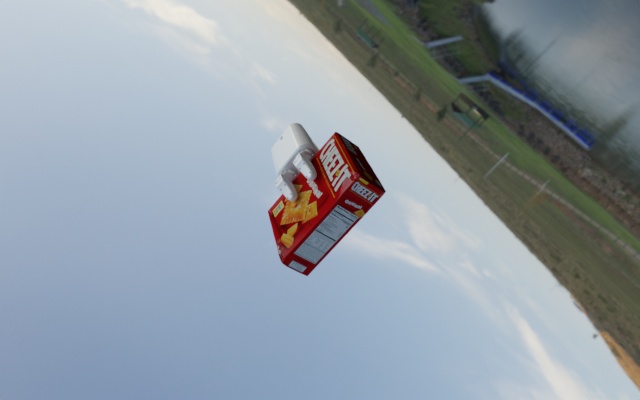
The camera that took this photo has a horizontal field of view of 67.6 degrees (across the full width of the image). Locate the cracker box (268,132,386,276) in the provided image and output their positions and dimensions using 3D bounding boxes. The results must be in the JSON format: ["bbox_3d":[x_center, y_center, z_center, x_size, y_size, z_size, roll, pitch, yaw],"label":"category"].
[{"bbox_3d":[0.000,0.003,0.865,0.072,0.214,0.164,30,22,-30],"label":"cracker box"}]
